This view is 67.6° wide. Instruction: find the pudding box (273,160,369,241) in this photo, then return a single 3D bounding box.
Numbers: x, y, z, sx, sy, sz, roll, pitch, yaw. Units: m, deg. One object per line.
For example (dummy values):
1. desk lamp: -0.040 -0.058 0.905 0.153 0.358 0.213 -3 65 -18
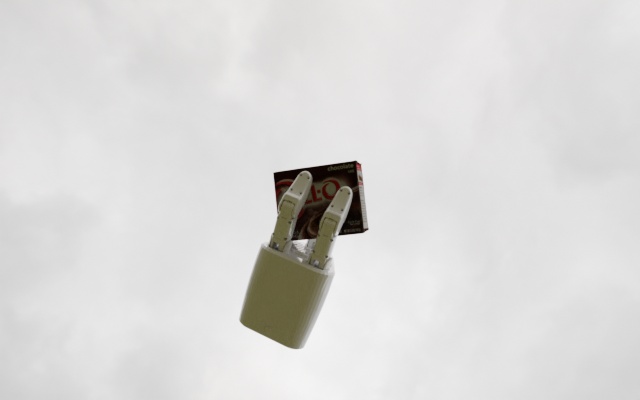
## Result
1. pudding box: 0.000 0.002 0.603 0.113 0.090 0.039 -7 -3 15
